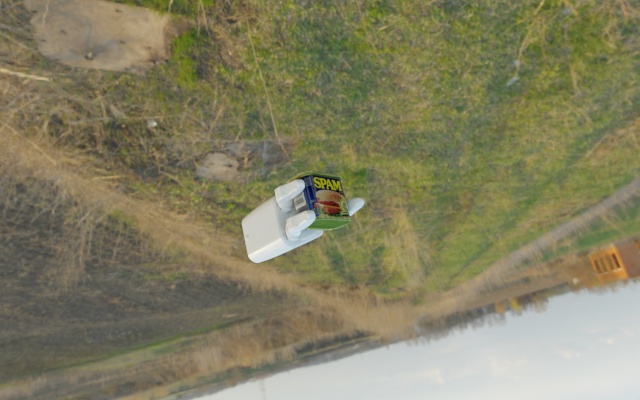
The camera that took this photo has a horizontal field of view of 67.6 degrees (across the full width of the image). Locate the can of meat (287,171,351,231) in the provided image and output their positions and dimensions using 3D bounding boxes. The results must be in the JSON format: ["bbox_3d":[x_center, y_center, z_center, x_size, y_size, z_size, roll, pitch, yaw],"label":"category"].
[{"bbox_3d":[0.000,0.003,0.806,0.057,0.084,0.102,-28,-22,37],"label":"can of meat"}]
